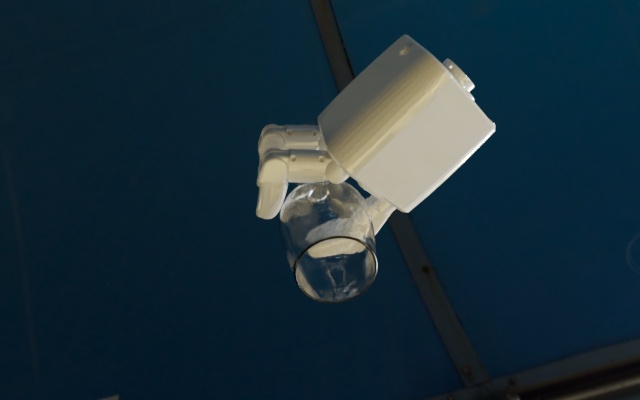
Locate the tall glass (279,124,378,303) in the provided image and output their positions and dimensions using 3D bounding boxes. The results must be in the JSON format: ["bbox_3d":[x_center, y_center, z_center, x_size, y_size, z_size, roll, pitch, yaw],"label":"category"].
[{"bbox_3d":[0.000,0.001,0.431,0.079,0.079,0.201,0,30,-7],"label":"tall glass"}]
